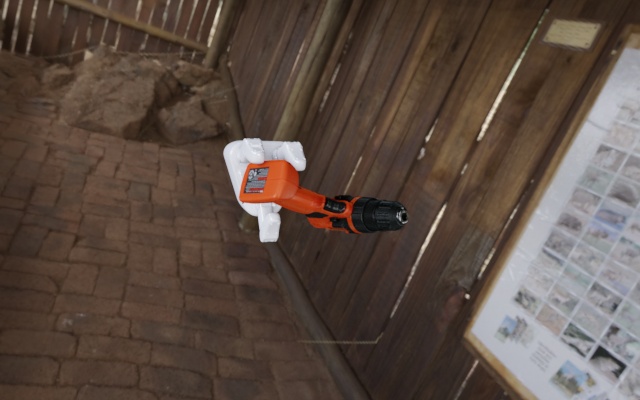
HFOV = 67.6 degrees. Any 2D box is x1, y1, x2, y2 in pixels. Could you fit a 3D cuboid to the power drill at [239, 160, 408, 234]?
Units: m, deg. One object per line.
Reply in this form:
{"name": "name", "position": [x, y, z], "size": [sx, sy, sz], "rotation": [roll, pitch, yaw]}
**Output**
{"name": "power drill", "position": [0.000, 0.002, 0.646], "size": [0.188, 0.057, 0.184], "rotation": [23, -16, -38]}
